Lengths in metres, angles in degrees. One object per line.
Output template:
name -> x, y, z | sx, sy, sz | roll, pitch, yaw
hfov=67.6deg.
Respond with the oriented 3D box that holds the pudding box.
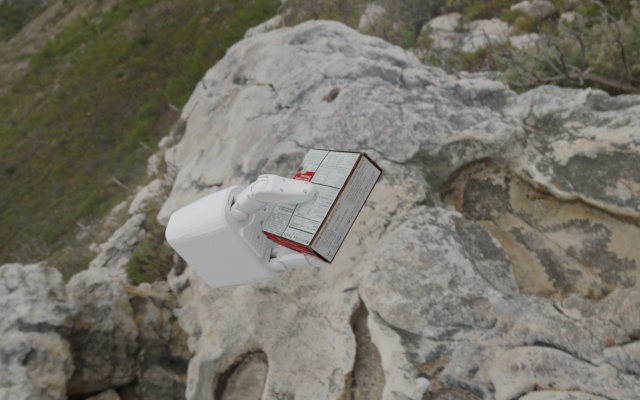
pudding box -> 0.000, 0.002, 0.492 | 0.039, 0.113, 0.090 | 38, -15, -36
